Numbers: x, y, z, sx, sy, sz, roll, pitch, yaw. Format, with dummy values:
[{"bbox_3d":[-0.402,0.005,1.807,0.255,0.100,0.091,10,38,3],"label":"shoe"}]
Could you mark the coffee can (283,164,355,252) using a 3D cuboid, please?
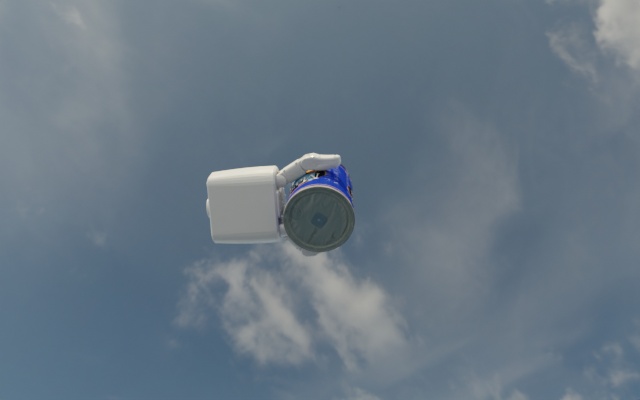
[{"bbox_3d":[0.000,0.002,0.741,0.103,0.103,0.140,0,22,2],"label":"coffee can"}]
